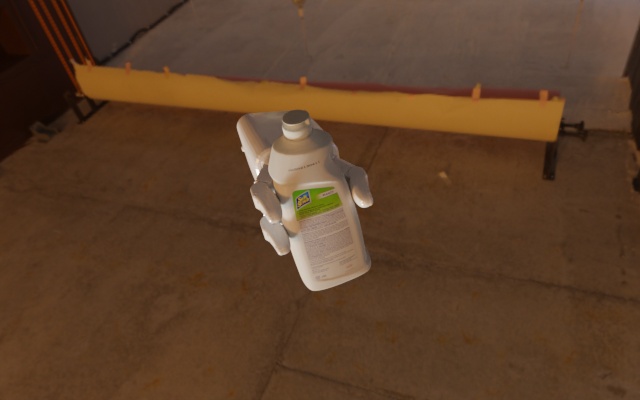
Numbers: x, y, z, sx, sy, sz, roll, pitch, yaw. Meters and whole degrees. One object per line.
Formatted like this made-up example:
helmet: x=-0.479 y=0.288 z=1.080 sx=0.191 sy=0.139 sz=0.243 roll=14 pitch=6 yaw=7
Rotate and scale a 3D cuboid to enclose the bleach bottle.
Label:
bleach bottle: x=0.000 y=0.002 z=0.579 sx=0.102 sy=0.251 sz=0.068 roll=-21 pitch=43 yaw=-11
